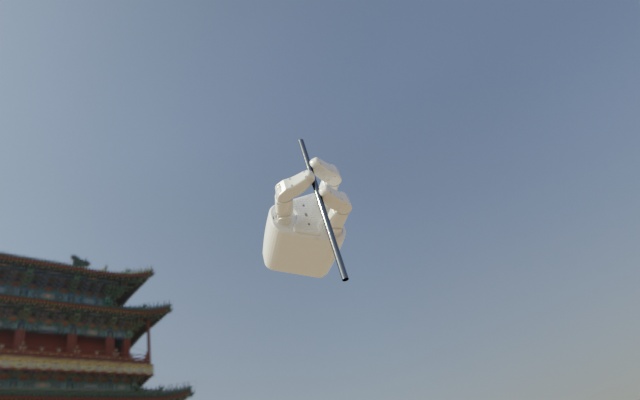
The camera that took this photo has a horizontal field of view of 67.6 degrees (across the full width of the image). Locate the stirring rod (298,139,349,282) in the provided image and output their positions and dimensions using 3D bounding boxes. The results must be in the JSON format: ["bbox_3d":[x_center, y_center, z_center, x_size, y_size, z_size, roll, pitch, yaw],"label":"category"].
[{"bbox_3d":[0.000,0.002,0.628,0.011,0.239,0.011,-11,-39,-9],"label":"stirring rod"}]
